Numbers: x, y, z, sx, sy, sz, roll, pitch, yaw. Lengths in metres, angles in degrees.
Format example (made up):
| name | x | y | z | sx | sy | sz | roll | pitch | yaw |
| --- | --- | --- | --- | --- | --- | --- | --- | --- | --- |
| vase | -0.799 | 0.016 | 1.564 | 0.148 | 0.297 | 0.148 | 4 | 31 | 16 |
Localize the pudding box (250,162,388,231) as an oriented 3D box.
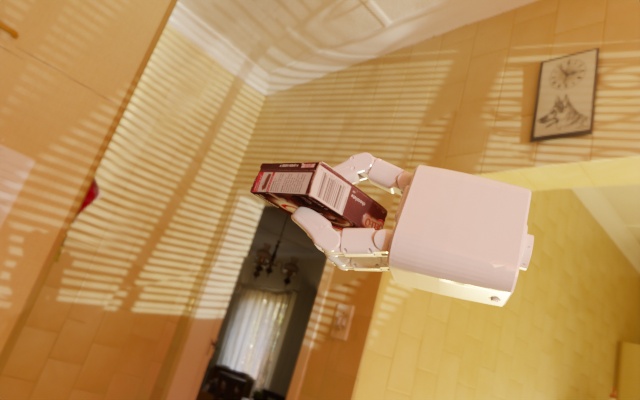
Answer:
| name | x | y | z | sx | sy | sz | roll | pitch | yaw |
| --- | --- | --- | --- | --- | --- | --- | --- | --- | --- |
| pudding box | 0.000 | 0.001 | 0.486 | 0.090 | 0.039 | 0.113 | 2 | -25 | 46 |
